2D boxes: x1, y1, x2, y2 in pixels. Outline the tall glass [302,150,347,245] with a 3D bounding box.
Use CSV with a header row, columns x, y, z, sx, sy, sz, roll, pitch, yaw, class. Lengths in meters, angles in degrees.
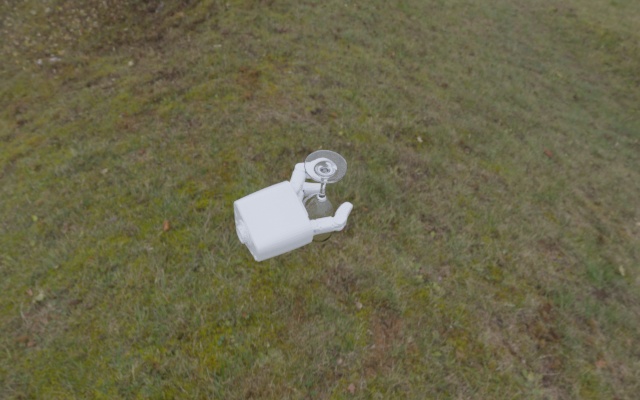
x,y,z,sx,sy,sz,roll,pitch,yaw,class
0.000,0.002,0.890,0.079,0.079,0.201,0,-38,-6,tall glass
